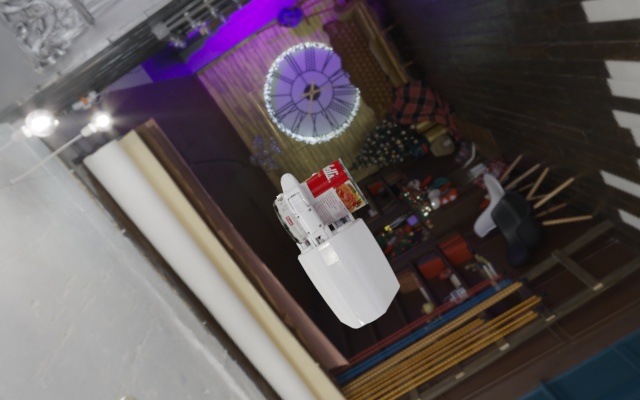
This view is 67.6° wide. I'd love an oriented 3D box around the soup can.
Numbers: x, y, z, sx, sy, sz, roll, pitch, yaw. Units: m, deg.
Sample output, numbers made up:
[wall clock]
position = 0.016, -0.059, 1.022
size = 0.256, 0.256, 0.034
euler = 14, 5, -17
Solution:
[soup can]
position = 0.000, 0.002, 0.607
size = 0.102, 0.068, 0.068
euler = -32, -3, 5
